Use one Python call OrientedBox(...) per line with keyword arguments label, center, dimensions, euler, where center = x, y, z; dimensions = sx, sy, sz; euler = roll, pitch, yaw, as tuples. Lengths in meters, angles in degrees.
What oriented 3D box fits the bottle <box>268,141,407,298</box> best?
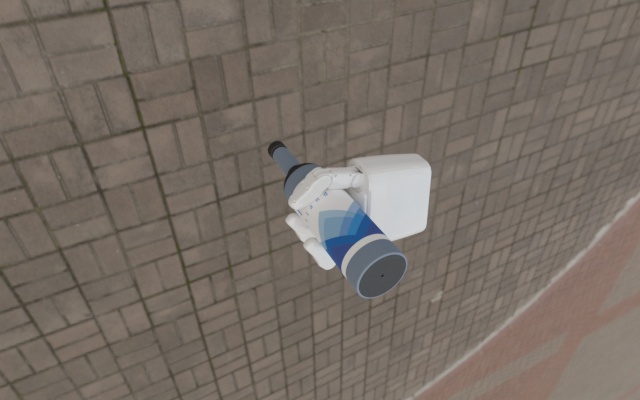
OrientedBox(label="bottle", center=(0.000, 0.002, 0.625), dimensions=(0.069, 0.069, 0.295), euler=(0, 33, -34))
